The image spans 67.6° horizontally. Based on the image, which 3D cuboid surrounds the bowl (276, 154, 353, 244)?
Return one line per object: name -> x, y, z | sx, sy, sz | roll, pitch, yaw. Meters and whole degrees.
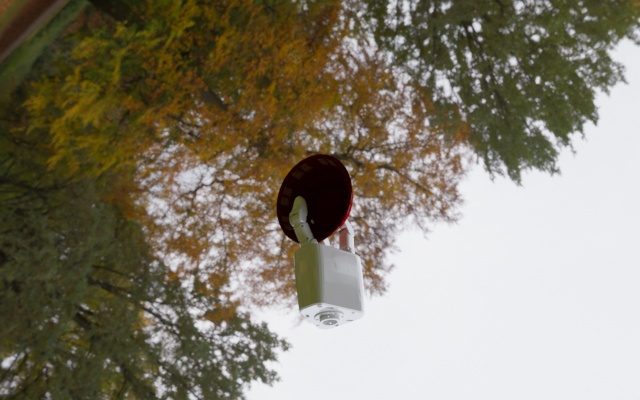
bowl -> 0.000, 0.002, 0.844 | 0.162, 0.162, 0.055 | 0, -14, 37
